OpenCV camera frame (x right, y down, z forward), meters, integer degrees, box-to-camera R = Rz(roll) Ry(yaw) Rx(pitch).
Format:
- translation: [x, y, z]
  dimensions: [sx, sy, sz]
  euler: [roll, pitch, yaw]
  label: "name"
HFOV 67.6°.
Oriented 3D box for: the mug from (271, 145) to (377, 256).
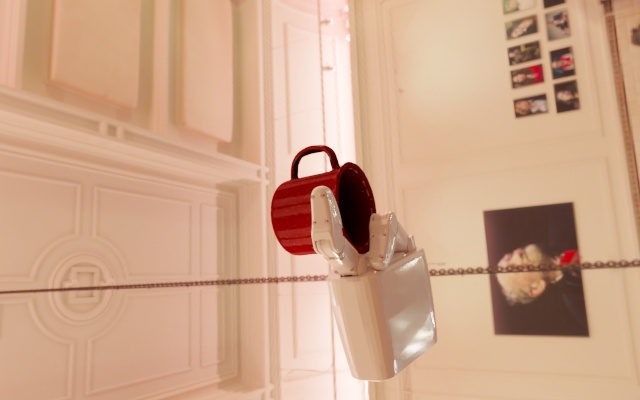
- translation: [0.000, 0.000, 0.491]
  dimensions: [0.081, 0.117, 0.093]
  euler: [-10, 6, 28]
  label: "mug"
